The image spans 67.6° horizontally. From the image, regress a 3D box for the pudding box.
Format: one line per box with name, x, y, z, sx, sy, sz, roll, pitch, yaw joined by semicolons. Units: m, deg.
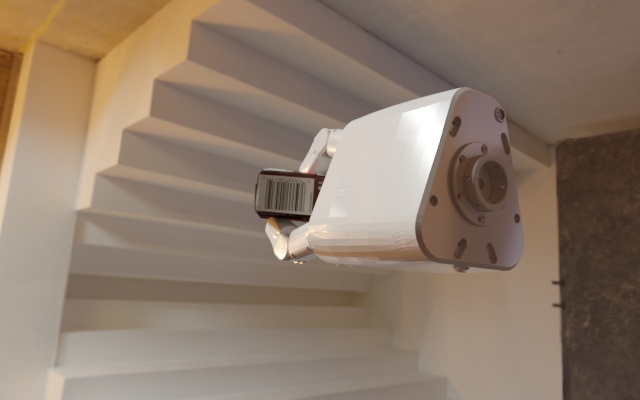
pudding box;0.000;0.001;0.428;0.113;0.039;0.090;7;-7;-4
